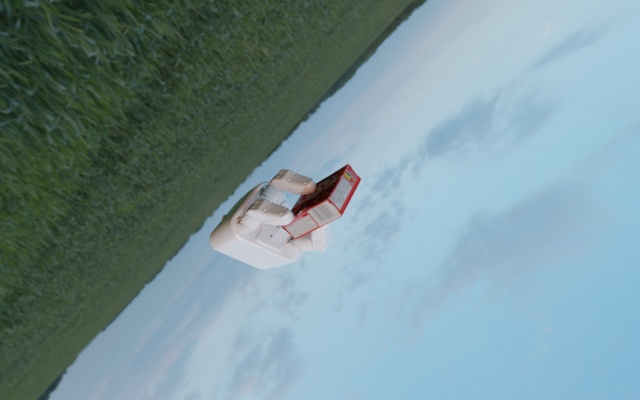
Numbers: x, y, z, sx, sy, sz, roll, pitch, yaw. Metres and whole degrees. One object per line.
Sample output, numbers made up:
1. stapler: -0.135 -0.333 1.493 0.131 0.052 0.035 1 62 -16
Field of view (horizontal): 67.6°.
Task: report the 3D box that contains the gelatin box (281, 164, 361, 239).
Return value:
1. gelatin box: 0.001 0.002 0.582 0.089 0.030 0.073 -29 20 42
